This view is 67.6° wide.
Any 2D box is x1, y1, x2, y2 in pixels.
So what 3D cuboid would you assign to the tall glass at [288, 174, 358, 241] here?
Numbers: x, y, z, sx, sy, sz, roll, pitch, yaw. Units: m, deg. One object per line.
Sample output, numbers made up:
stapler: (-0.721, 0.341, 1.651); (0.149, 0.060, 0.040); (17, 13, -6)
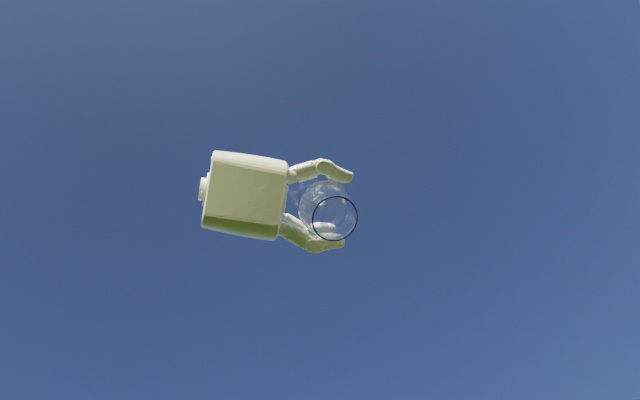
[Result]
tall glass: (0.000, 0.002, 0.714); (0.079, 0.079, 0.201); (0, 13, -12)
